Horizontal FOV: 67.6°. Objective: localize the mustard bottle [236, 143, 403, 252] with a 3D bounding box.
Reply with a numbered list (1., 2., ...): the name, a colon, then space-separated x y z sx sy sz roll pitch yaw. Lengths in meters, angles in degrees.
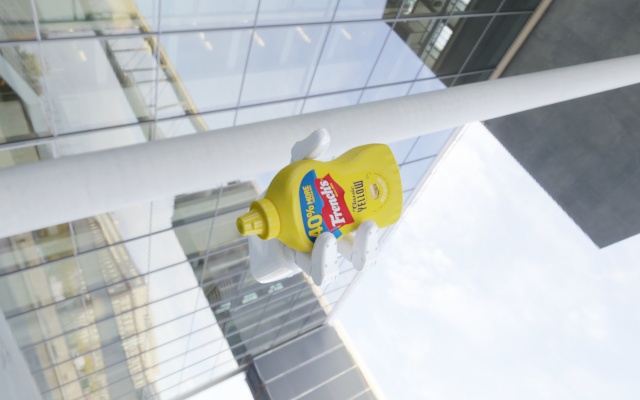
1. mustard bottle: 0.000 0.002 0.507 0.191 0.096 0.058 -17 15 -32
